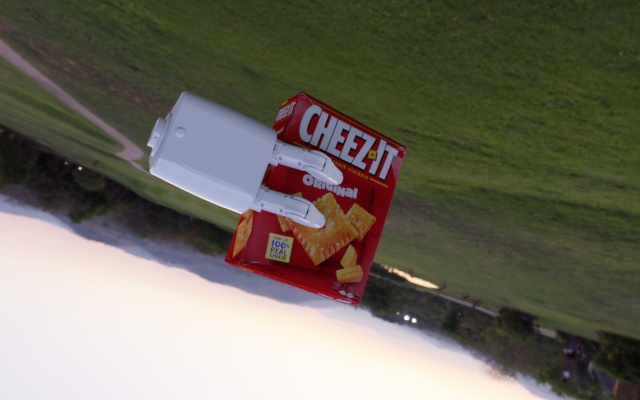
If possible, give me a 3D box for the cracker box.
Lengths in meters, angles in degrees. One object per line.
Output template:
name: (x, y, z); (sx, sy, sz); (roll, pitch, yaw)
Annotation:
cracker box: (0.000, 0.002, 0.584); (0.164, 0.213, 0.072); (24, -12, -24)
